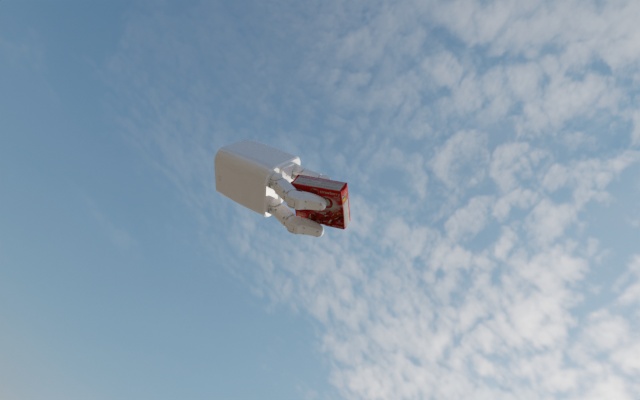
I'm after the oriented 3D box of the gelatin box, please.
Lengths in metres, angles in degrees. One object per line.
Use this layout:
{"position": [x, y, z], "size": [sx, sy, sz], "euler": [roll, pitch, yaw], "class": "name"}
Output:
{"position": [0.001, 0.002, 0.752], "size": [0.089, 0.073, 0.030], "euler": [10, 38, 23], "class": "gelatin box"}
